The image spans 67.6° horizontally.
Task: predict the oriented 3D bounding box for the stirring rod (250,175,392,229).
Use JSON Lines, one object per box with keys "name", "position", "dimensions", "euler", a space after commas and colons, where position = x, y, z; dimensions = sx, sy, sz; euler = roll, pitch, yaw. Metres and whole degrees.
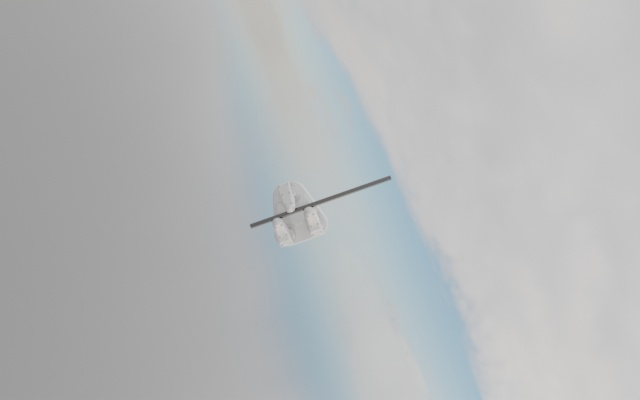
{"name": "stirring rod", "position": [0.000, 0.003, 0.774], "dimensions": [0.239, 0.011, 0.011], "euler": [-19, 0, 1]}
